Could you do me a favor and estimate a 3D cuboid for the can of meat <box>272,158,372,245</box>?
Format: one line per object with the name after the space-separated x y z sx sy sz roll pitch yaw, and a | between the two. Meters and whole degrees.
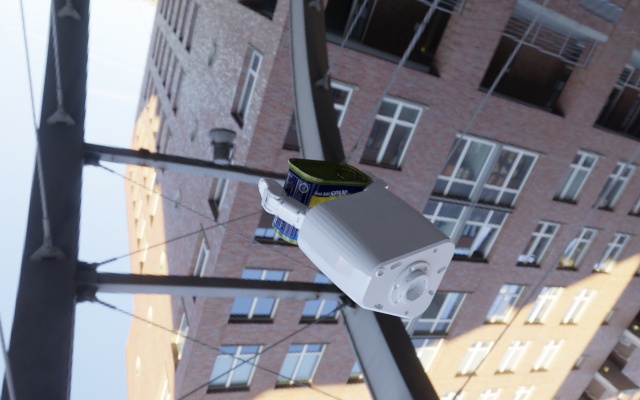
0.000 0.002 0.558 0.102 0.084 0.057 1 27 -40 | can of meat
